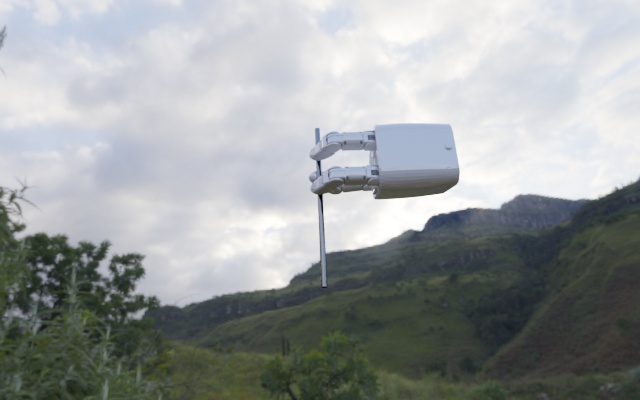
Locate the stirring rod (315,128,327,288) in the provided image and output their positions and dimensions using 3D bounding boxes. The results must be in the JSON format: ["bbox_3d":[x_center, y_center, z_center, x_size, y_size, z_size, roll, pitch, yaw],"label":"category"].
[{"bbox_3d":[0.000,0.002,0.662,0.011,0.239,0.011,-2,-25,-1],"label":"stirring rod"}]
